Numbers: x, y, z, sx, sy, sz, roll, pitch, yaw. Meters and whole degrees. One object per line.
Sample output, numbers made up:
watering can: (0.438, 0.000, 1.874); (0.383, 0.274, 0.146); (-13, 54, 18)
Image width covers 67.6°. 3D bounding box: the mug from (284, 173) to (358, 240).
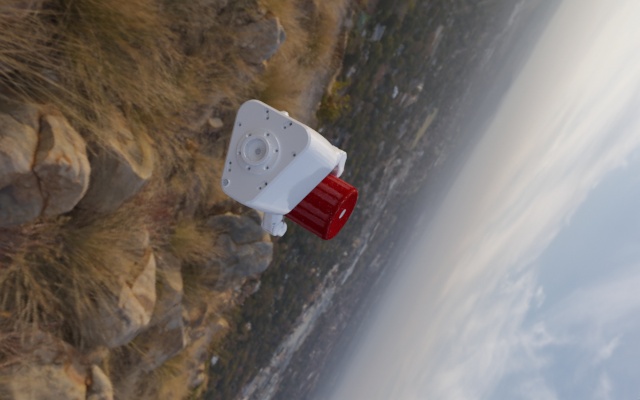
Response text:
mug: (0.001, 0.002, 0.660); (0.081, 0.093, 0.117); (31, 2, 17)
